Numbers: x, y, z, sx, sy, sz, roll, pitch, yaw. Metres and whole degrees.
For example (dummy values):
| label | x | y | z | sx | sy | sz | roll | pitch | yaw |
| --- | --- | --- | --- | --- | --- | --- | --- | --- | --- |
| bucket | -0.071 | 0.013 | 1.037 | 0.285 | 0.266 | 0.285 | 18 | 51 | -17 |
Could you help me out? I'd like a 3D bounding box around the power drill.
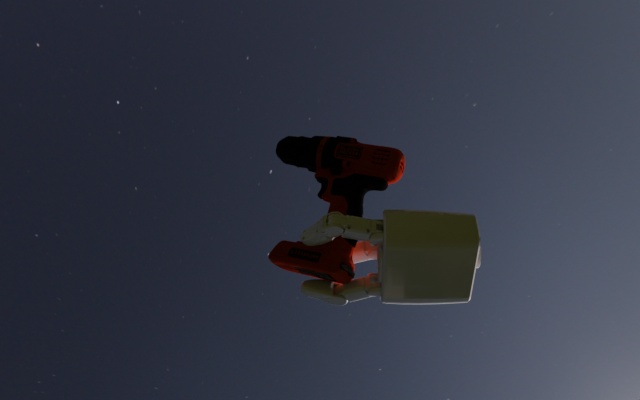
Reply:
| label | x | y | z | sx | sy | sz | roll | pitch | yaw |
| --- | --- | --- | --- | --- | --- | --- | --- | --- | --- |
| power drill | 0.000 | 0.003 | 0.617 | 0.184 | 0.187 | 0.057 | 10 | -19 | 26 |
